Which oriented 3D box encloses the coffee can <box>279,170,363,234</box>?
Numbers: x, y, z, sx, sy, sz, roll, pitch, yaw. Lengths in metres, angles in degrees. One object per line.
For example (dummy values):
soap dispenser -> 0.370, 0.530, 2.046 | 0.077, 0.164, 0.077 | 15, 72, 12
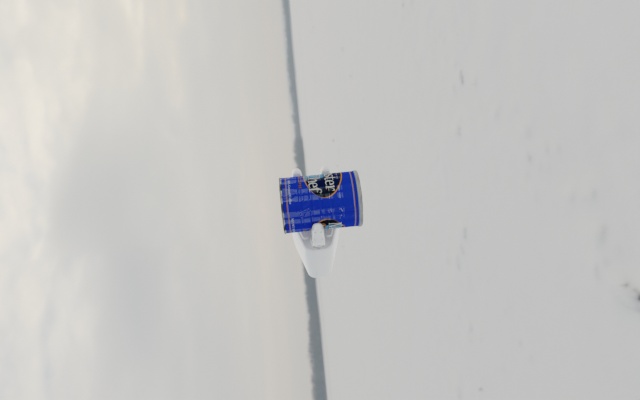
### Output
coffee can -> 0.000, 0.003, 0.862 | 0.140, 0.103, 0.103 | -6, 0, -2
